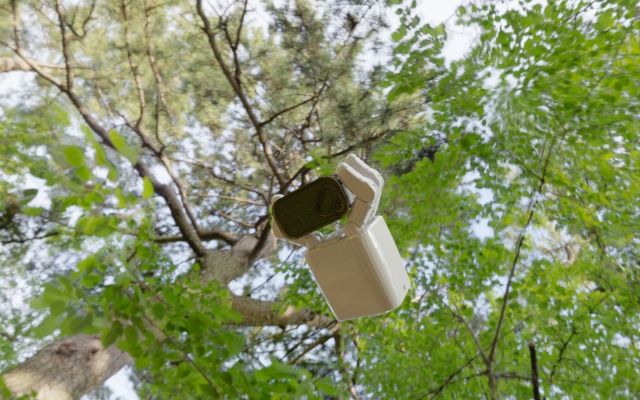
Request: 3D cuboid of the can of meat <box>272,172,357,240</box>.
[{"bbox_3d":[0.000,0.002,0.632,0.102,0.057,0.084,-27,1,24],"label":"can of meat"}]
